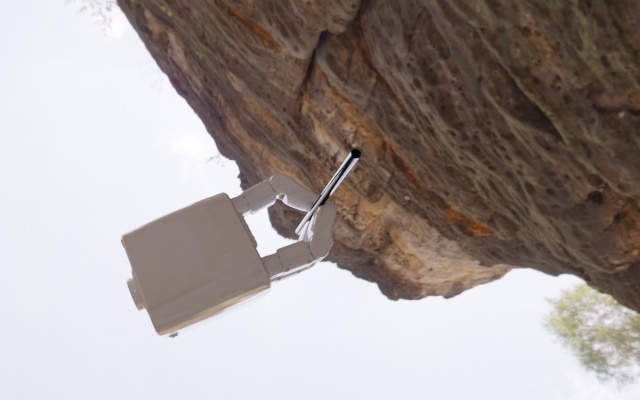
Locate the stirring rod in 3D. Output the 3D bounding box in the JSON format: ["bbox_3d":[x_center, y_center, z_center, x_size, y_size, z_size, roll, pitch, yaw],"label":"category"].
[{"bbox_3d":[0.000,0.002,0.468,0.011,0.011,0.240,0,-18,-13],"label":"stirring rod"}]
